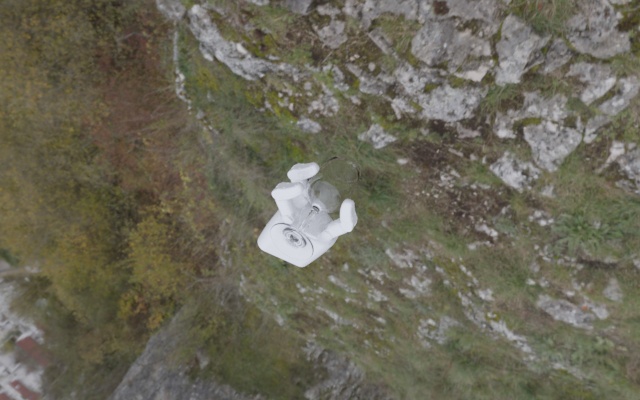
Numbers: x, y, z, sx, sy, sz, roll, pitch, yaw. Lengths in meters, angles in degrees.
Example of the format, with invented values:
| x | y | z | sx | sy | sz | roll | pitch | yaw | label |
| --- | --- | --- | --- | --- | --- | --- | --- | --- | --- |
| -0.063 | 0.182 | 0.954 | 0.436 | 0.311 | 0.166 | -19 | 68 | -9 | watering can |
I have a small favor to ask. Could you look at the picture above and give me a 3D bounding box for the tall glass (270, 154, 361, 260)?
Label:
| x | y | z | sx | sy | sz | roll | pitch | yaw | label |
| --- | --- | --- | --- | --- | --- | --- | --- | --- | --- |
| 0.000 | 0.003 | 0.784 | 0.079 | 0.079 | 0.201 | 0 | 38 | 34 | tall glass |
